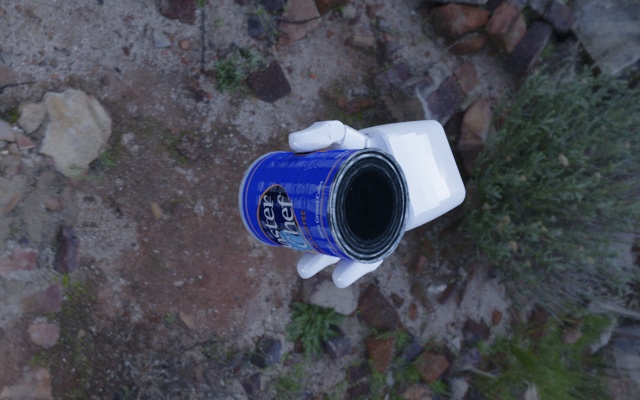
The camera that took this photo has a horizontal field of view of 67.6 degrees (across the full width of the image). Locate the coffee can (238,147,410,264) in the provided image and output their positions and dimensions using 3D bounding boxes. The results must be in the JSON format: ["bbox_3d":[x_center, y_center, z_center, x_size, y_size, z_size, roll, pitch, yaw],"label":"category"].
[{"bbox_3d":[0.000,0.001,0.468,0.103,0.103,0.140,0,3,-41],"label":"coffee can"}]
